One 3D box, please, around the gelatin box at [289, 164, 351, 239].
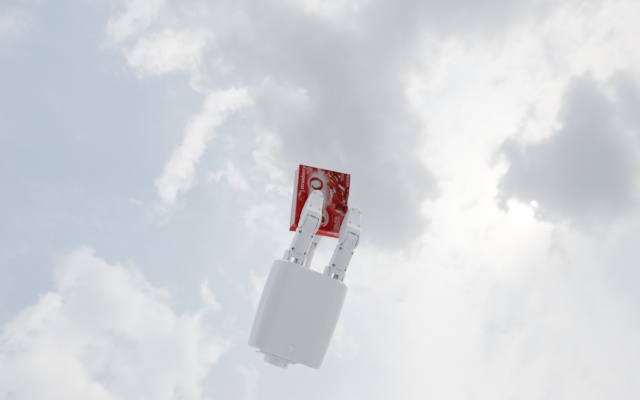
[{"bbox_3d":[0.000,0.002,0.635,0.073,0.089,0.030,10,-22,-14],"label":"gelatin box"}]
